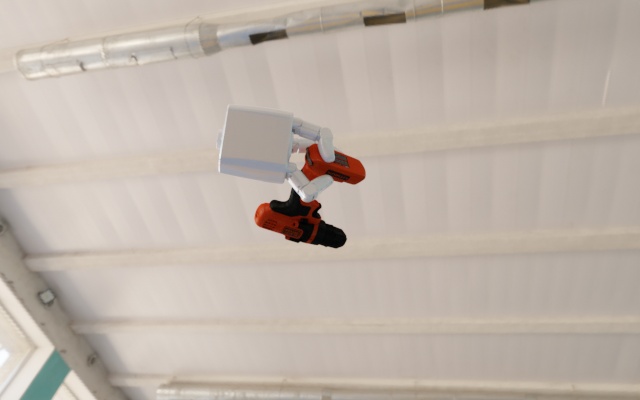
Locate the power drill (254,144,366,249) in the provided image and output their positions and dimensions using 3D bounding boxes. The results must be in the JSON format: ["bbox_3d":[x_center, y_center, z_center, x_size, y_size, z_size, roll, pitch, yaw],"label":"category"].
[{"bbox_3d":[0.000,0.002,0.838,0.184,0.188,0.057,18,33,-25],"label":"power drill"}]
